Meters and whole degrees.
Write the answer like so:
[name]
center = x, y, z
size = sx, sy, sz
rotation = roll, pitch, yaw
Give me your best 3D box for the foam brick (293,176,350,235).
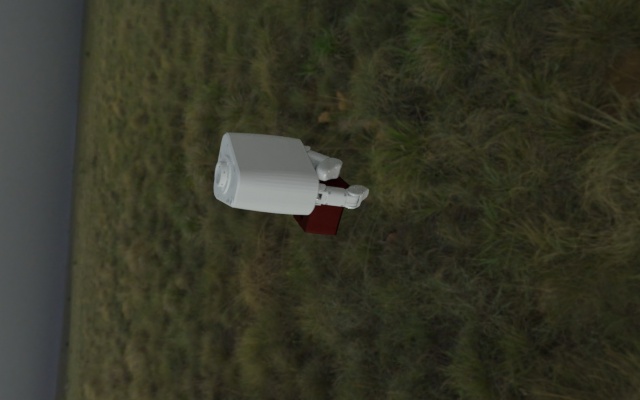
[foam brick]
center = 0.000, 0.003, 0.674
size = 0.051, 0.078, 0.053
rotation = 4, 23, -27
